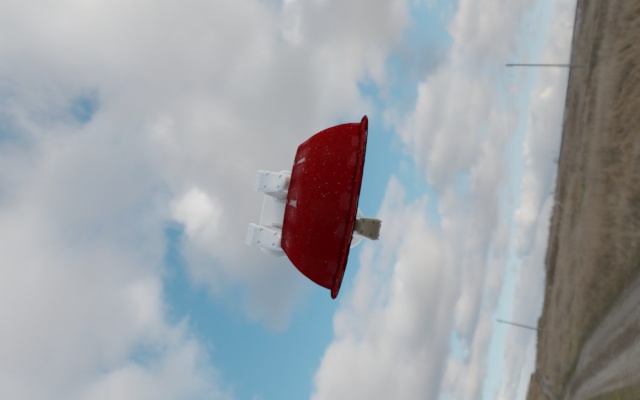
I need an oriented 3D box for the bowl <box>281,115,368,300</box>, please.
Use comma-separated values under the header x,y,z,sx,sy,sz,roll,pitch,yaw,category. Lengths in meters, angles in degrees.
x,y,z,sx,sy,sz,roll,pitch,yaw,category
0.000,0.001,0.417,0.055,0.162,0.162,10,0,-1,bowl
